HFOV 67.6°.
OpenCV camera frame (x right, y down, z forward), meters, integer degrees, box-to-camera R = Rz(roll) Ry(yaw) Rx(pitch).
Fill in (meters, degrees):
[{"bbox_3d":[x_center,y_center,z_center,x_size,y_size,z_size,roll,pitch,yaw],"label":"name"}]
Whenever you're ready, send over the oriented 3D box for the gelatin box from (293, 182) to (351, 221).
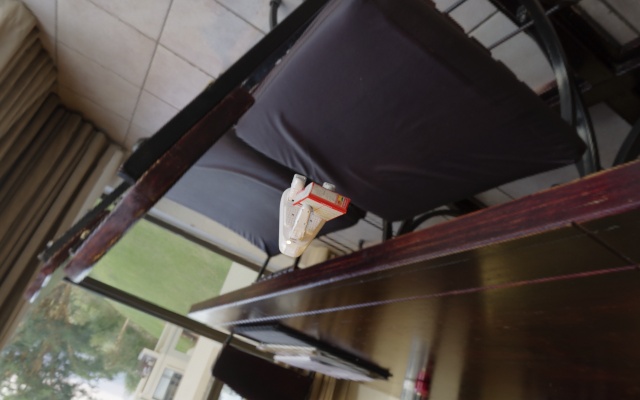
[{"bbox_3d":[0.000,0.003,0.830,0.073,0.030,0.089,24,-18,-15],"label":"gelatin box"}]
